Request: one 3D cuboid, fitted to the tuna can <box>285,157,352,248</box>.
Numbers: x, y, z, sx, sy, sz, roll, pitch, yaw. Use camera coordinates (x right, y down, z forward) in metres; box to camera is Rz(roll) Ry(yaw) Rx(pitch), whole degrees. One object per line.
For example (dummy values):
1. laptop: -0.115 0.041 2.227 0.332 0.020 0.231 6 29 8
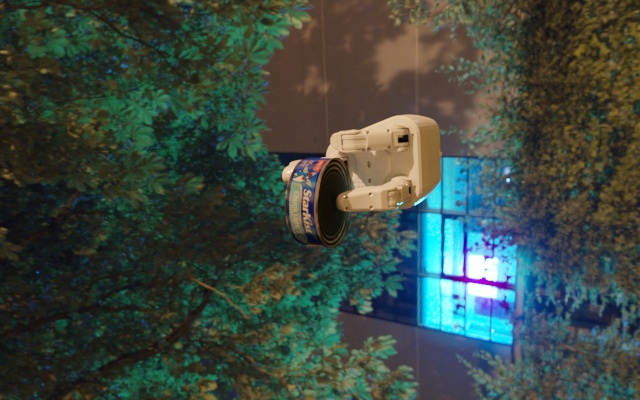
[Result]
1. tuna can: 0.000 0.001 0.457 0.034 0.086 0.086 3 1 24
